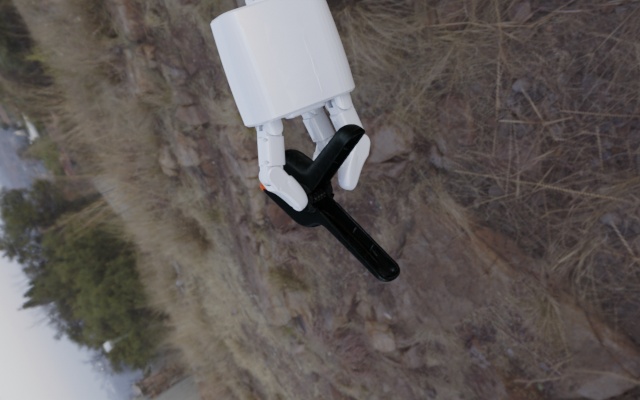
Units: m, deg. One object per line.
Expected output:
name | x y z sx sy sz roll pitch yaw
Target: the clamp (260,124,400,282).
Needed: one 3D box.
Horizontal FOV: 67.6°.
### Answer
clamp | -0.001 0.002 0.520 0.036 0.164 0.210 -29 19 -29
